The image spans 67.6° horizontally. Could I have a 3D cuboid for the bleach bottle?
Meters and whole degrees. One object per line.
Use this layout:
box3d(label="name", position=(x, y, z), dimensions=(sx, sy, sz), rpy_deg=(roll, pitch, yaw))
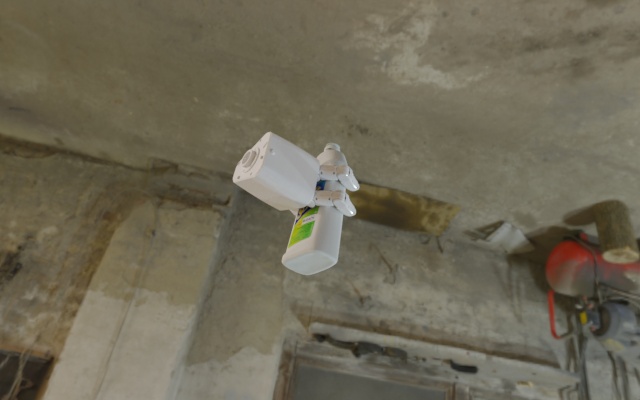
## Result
box3d(label="bleach bottle", position=(0.000, 0.003, 0.867), dimensions=(0.068, 0.250, 0.102), rpy_deg=(31, -38, -28))
